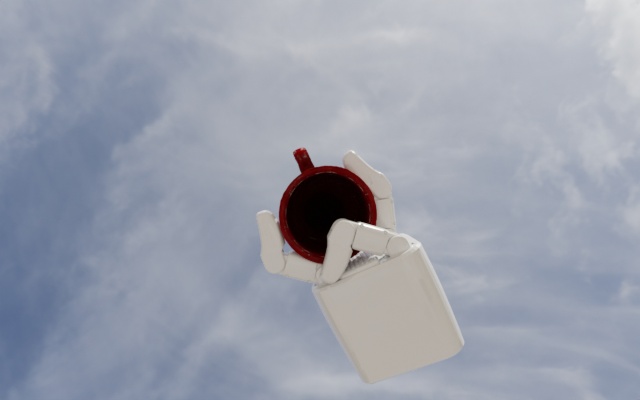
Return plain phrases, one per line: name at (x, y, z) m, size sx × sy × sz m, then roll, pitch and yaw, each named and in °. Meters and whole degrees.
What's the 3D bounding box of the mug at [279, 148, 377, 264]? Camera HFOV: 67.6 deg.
mug at (-0.001, 0.000, 0.487) m, size 0.093 × 0.117 × 0.081 m, roll -27°, pitch 3°, yaw -1°
